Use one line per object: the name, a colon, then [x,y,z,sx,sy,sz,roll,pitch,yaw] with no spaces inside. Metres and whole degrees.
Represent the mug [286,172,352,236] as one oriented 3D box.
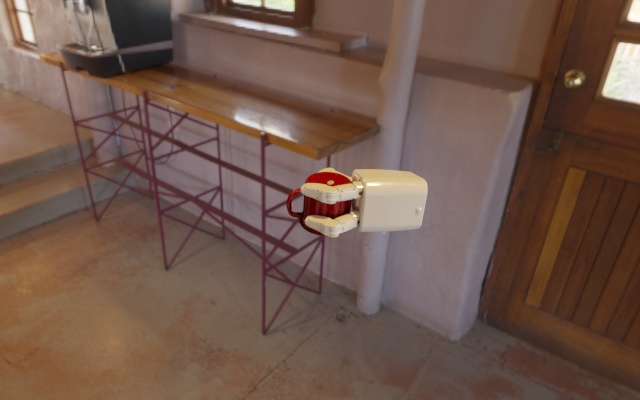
mug: [-0.001,0.002,0.817,0.117,0.081,0.093,0,29,-7]
